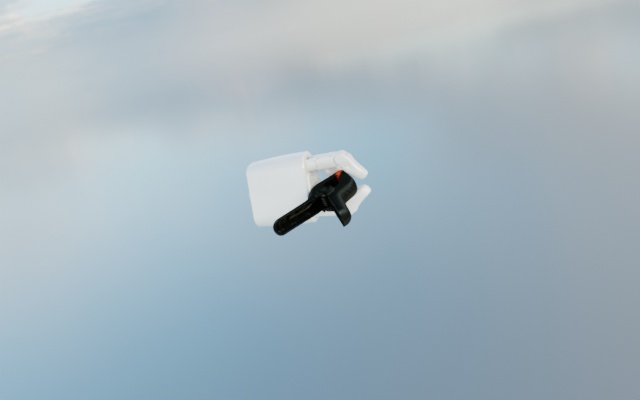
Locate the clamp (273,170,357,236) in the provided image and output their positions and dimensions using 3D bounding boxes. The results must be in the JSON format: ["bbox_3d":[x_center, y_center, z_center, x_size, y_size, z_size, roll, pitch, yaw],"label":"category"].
[{"bbox_3d":[0.000,0.002,0.724,0.120,0.039,0.171,-8,21,17],"label":"clamp"}]
